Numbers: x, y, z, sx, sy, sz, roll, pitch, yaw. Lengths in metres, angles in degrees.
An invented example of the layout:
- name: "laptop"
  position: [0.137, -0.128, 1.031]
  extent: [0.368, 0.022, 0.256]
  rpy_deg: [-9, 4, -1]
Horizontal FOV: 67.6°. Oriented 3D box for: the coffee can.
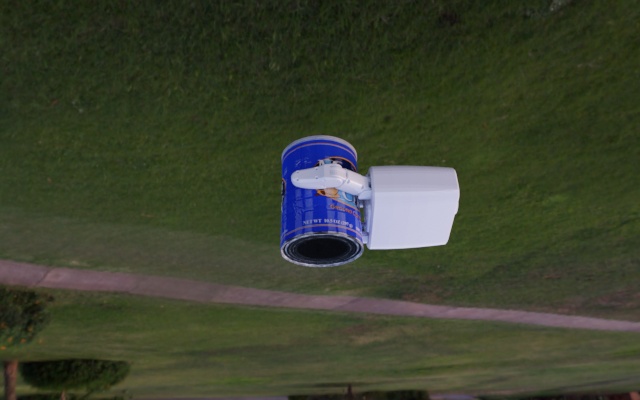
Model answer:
- name: "coffee can"
  position: [0.000, 0.002, 0.618]
  extent: [0.103, 0.140, 0.103]
  rpy_deg: [-1, -29, -1]
